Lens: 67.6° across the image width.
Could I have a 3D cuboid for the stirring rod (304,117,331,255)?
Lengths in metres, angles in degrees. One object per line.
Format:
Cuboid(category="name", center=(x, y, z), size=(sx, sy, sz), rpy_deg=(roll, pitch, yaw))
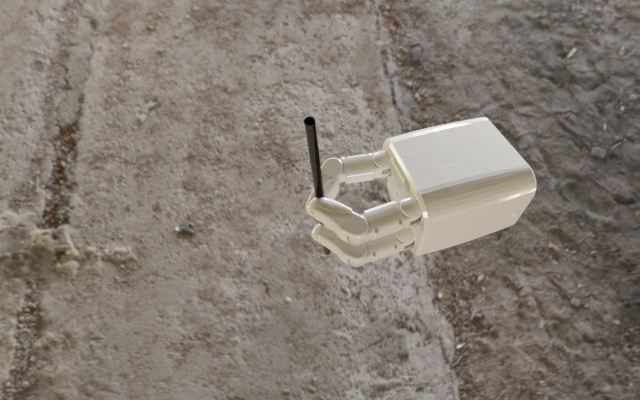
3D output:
Cuboid(category="stirring rod", center=(0.000, 0.001, 0.439), size=(0.011, 0.011, 0.240), rpy_deg=(0, -28, 4))
